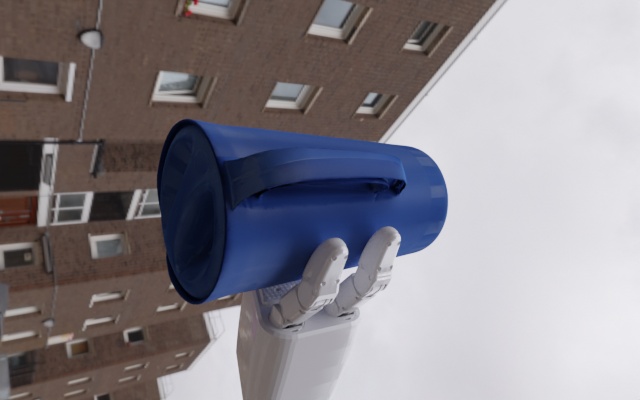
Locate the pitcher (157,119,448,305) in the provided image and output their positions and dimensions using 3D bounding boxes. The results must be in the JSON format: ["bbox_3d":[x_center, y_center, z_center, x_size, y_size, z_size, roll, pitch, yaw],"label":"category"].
[{"bbox_3d":[0.000,0.001,0.403,0.243,0.145,0.149,-3,29,-36],"label":"pitcher"}]
